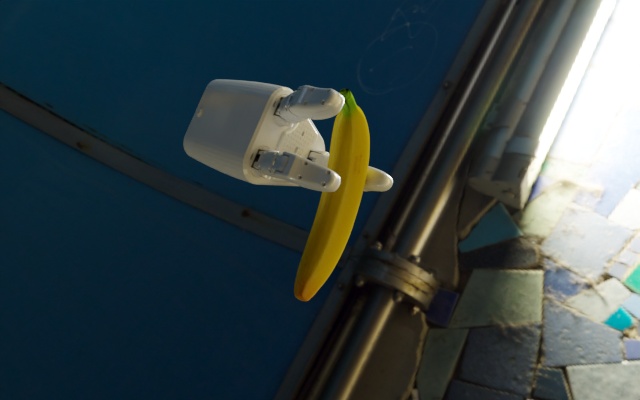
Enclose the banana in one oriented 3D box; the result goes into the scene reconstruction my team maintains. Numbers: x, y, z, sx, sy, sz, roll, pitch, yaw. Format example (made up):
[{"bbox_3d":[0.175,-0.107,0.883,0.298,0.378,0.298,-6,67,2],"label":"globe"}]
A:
[{"bbox_3d":[0.012,-0.004,0.447,0.037,0.198,0.069,20,17,34],"label":"banana"}]
